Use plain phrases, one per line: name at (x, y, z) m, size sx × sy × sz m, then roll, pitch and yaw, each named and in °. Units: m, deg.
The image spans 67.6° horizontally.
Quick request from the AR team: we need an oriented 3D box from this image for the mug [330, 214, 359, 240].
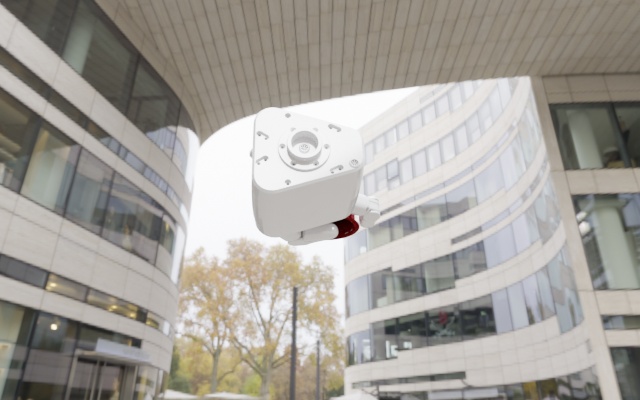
mug at (0.000, 0.002, 0.611) m, size 0.093 × 0.081 × 0.117 m, roll 3°, pitch -24°, yaw -6°
